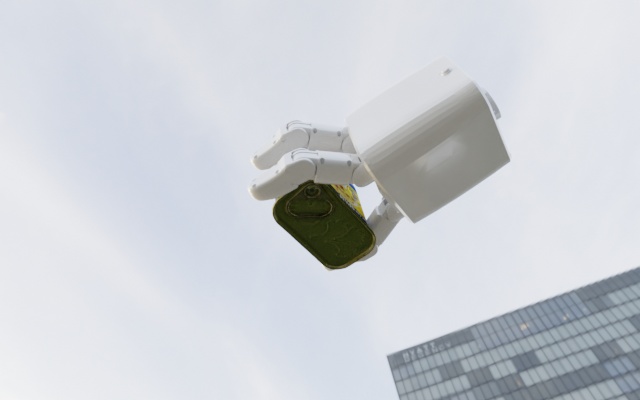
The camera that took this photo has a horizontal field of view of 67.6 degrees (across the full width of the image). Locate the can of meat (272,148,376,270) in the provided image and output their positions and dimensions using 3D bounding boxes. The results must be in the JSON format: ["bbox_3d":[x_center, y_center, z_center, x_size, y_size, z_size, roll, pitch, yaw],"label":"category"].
[{"bbox_3d":[0.000,0.001,0.453,0.057,0.102,0.084,-36,31,15],"label":"can of meat"}]
